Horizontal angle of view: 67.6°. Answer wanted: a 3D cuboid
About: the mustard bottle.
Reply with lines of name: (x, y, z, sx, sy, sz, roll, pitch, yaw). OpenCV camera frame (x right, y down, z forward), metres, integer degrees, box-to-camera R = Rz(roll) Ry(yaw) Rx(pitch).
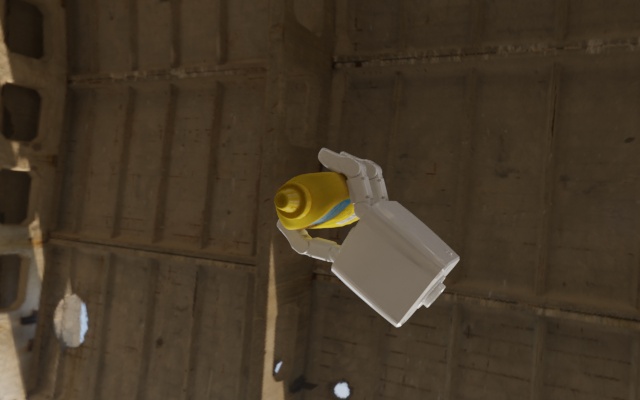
mustard bottle: (0.000, 0.002, 0.590, 0.096, 0.058, 0.191, -29, -12, 23)
